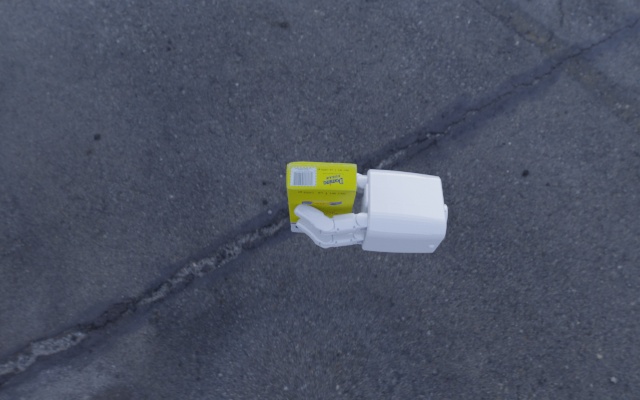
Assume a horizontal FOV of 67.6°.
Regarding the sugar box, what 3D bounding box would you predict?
[{"bbox_3d":[0.000,0.003,0.699,0.093,0.048,0.176,2,-25,1],"label":"sugar box"}]
